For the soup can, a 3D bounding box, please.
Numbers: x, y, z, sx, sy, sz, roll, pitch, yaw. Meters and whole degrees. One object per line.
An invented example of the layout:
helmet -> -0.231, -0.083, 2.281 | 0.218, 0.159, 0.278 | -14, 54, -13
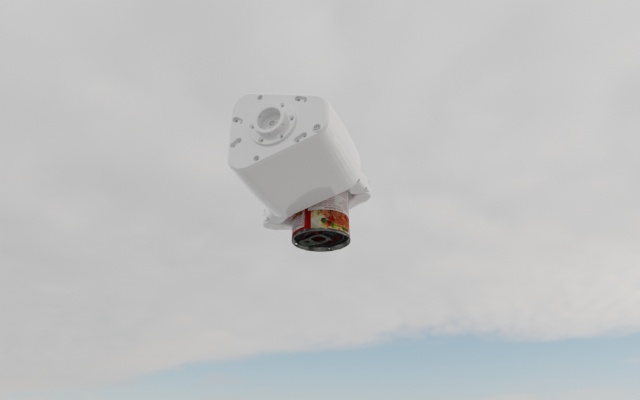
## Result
soup can -> 0.000, 0.002, 0.568 | 0.068, 0.102, 0.068 | -1, -26, 0
